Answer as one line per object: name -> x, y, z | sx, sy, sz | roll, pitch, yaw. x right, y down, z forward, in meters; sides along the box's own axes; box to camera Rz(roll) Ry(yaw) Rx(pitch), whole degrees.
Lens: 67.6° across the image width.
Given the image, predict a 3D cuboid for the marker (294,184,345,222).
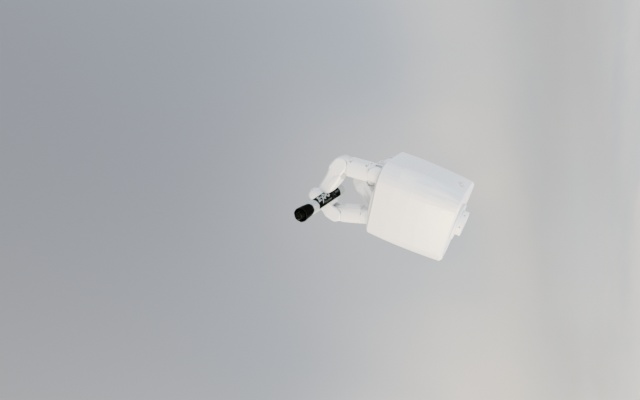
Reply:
marker -> 0.000, 0.002, 0.633 | 0.020, 0.020, 0.121 | 0, 17, 28
